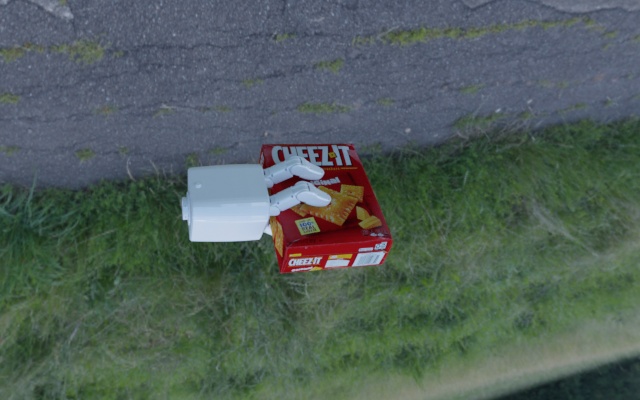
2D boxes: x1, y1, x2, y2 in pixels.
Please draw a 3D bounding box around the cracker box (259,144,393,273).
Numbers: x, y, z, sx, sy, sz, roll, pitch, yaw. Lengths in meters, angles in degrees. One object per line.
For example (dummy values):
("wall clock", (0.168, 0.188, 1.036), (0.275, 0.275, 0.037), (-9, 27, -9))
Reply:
("cracker box", (0.000, 0.003, 0.747), (0.164, 0.213, 0.072), (-2, -41, -18))
